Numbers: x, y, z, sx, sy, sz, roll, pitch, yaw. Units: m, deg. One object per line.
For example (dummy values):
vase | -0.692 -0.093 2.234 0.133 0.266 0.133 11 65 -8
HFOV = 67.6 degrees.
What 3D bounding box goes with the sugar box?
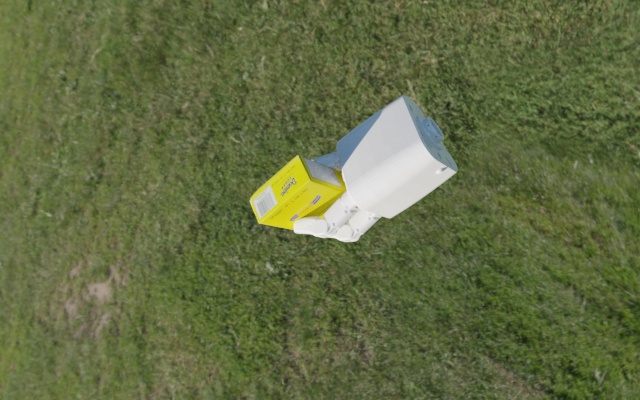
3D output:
sugar box | 0.000 0.002 0.637 0.093 0.048 0.176 -39 -32 24
